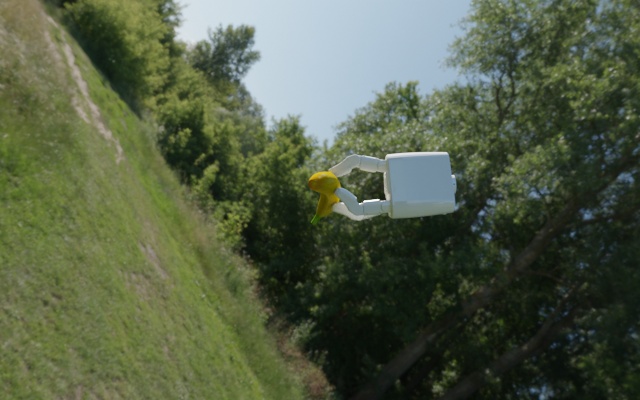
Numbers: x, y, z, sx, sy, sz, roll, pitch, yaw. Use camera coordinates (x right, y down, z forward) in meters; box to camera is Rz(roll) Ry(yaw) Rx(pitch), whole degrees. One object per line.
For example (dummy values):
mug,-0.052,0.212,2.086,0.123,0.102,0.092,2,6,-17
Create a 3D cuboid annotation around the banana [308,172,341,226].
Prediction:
banana,0.009,-0.011,0.841,0.037,0.069,0.198,27,-19,13
